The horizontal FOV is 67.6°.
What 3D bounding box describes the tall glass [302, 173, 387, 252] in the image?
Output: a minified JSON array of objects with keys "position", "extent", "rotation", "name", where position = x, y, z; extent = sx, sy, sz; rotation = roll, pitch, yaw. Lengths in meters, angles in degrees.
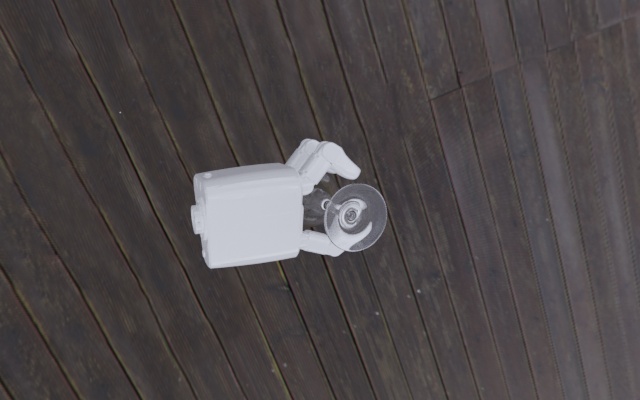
[{"position":[0.000,0.002,0.596],"extent":[0.079,0.079,0.201],"rotation":[0,10,-23],"name":"tall glass"}]
